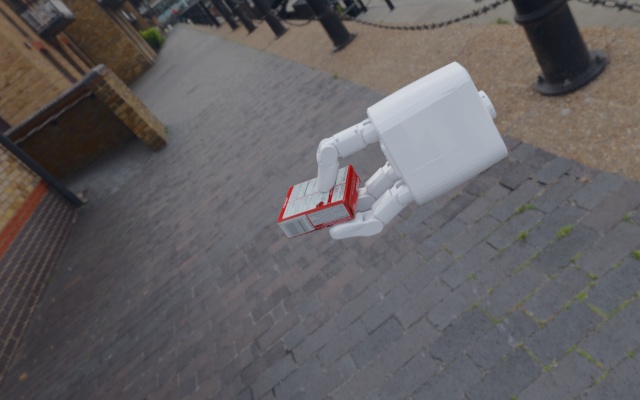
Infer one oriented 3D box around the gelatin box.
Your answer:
[{"bbox_3d":[0.000,0.002,0.556,0.089,0.030,0.073,-18,31,22],"label":"gelatin box"}]
